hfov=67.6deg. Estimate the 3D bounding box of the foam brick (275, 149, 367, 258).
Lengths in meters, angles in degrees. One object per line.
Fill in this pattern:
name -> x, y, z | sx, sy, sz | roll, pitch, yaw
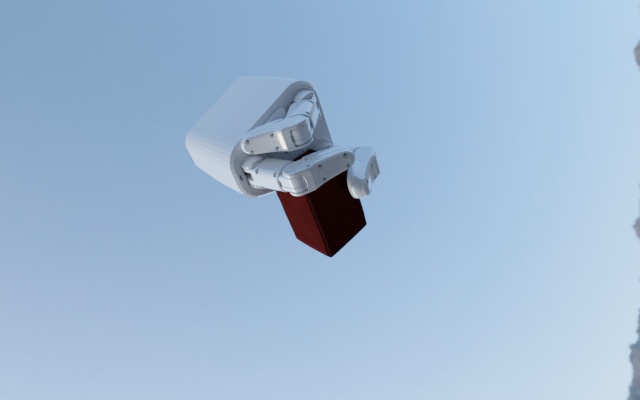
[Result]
foam brick -> 0.000, 0.002, 0.440 | 0.053, 0.078, 0.051 | -38, 37, -26
